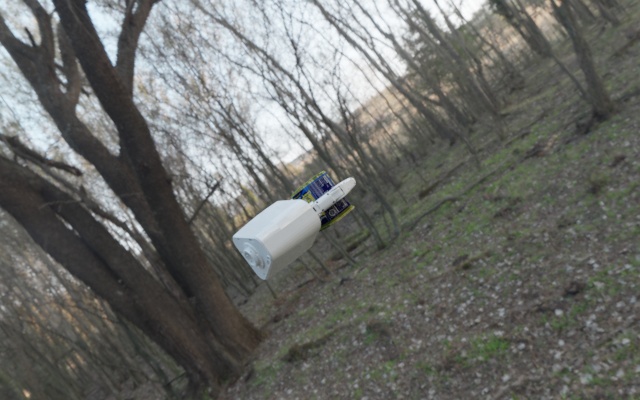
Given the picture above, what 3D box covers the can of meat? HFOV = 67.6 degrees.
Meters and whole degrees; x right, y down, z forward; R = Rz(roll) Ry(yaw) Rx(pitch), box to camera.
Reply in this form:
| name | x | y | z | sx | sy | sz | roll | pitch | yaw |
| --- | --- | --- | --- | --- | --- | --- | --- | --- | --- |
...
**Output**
| name | x | y | z | sx | sy | sz | roll | pitch | yaw |
| --- | --- | --- | --- | --- | --- | --- | --- | --- | --- |
| can of meat | 0.000 | 0.002 | 0.841 | 0.057 | 0.084 | 0.102 | -38 | 1 | -26 |
